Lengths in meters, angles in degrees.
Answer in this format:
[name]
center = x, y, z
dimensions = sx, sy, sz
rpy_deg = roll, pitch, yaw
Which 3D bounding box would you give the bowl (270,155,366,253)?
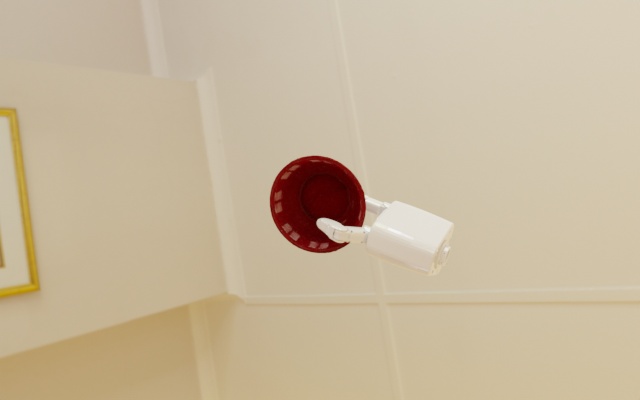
[bowl]
center = -0.001, 0.002, 0.790
dimensions = 0.162, 0.162, 0.055
rpy_deg = 0, 13, 15
